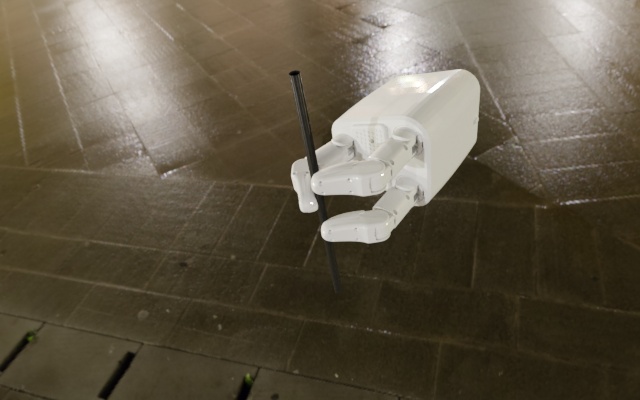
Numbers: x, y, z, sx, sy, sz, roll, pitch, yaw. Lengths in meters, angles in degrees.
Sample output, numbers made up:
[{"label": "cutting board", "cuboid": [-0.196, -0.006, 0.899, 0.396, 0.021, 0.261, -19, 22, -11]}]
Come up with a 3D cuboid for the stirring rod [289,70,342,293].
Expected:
[{"label": "stirring rod", "cuboid": [0.000, 0.001, 0.411, 0.011, 0.240, 0.011, -7, 40, 6]}]
